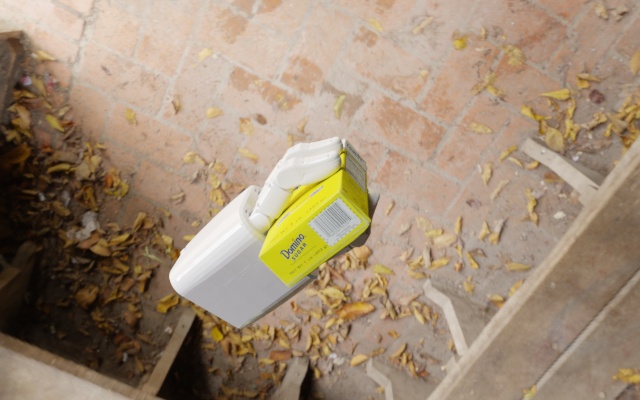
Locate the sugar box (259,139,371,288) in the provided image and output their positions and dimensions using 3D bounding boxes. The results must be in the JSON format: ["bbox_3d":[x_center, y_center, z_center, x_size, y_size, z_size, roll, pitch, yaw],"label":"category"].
[{"bbox_3d":[0.000,0.001,0.465,0.093,0.048,0.176,-39,16,16],"label":"sugar box"}]
